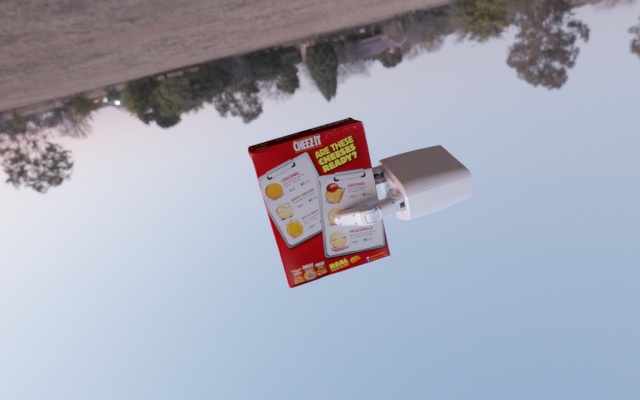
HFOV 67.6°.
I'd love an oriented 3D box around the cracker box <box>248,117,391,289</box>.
[{"bbox_3d":[0.000,0.003,0.710,0.164,0.214,0.072,-17,18,-8],"label":"cracker box"}]
